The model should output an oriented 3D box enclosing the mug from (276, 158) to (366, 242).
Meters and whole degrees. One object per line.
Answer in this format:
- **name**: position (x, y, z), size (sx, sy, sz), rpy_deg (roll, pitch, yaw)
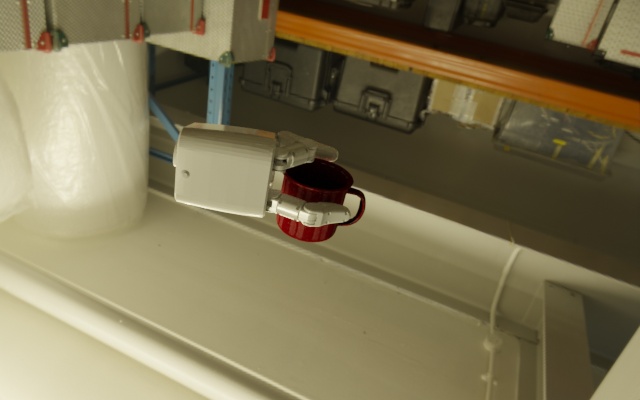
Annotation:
- **mug**: position (0.001, 0.002, 0.620), size (0.117, 0.081, 0.093), rpy_deg (10, 28, -7)
